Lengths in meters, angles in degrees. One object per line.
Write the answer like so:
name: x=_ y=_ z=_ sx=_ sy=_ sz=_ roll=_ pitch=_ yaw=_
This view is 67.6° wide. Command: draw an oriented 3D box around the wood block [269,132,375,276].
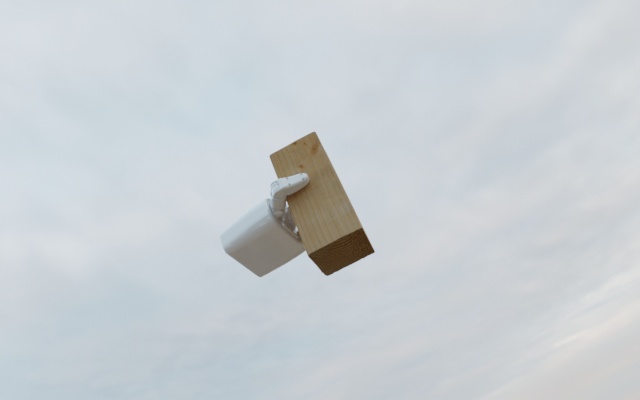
wood block: x=0.000 y=0.002 z=0.771 sx=0.090 sy=0.206 sz=0.091 roll=-27 pitch=-34 yaw=4
